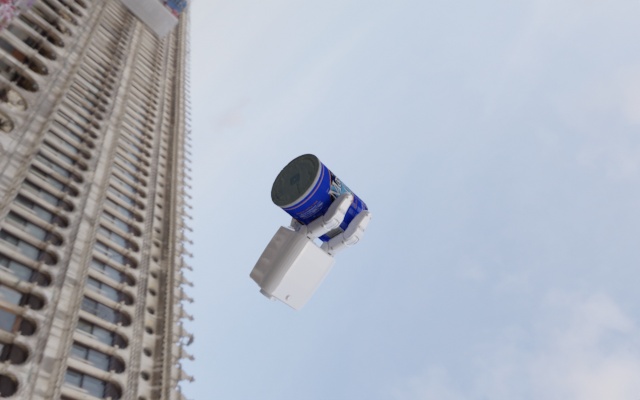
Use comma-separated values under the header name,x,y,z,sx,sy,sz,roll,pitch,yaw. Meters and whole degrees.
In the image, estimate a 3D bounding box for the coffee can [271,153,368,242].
name,x,y,z,sx,sy,sz,roll,pitch,yaw
coffee can,0.000,0.002,0.808,0.103,0.102,0.140,0,-33,47
